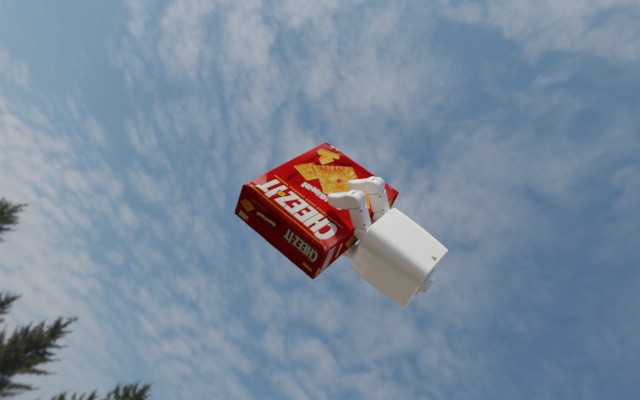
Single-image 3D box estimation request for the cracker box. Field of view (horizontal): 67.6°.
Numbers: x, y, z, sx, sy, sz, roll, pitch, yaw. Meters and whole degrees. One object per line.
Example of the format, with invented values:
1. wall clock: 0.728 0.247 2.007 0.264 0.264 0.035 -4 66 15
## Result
1. cracker box: 0.000 0.003 0.759 0.164 0.072 0.213 37 41 18
